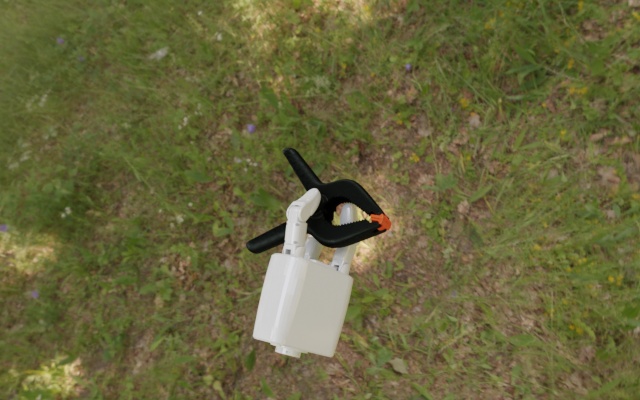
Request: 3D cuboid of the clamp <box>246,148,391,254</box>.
[{"bbox_3d":[0.000,0.002,0.650,0.210,0.164,0.036,3,-19,34],"label":"clamp"}]
